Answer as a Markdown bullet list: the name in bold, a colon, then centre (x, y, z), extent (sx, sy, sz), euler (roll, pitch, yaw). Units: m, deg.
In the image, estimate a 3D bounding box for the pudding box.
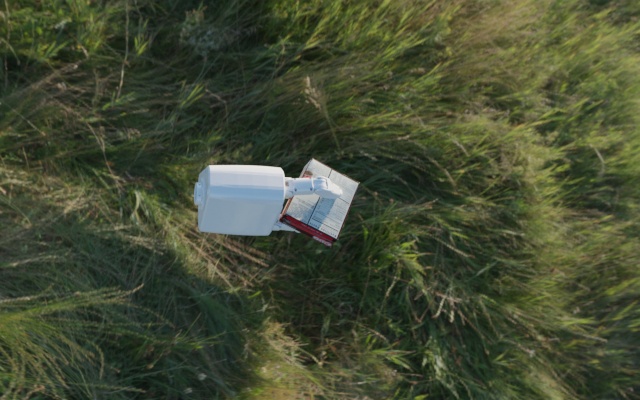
- **pudding box**: centre (0.000, 0.002, 0.734), extent (0.090, 0.113, 0.039), euler (28, -28, -7)
